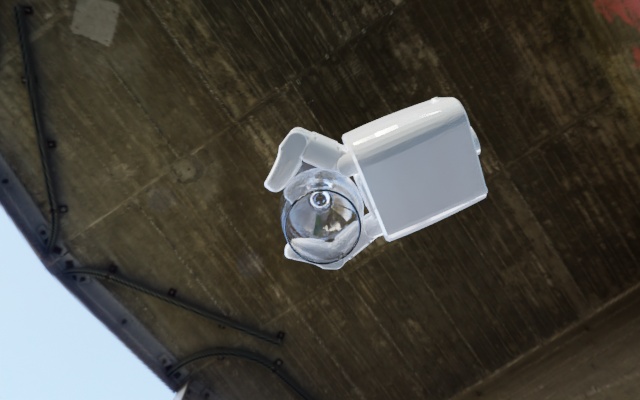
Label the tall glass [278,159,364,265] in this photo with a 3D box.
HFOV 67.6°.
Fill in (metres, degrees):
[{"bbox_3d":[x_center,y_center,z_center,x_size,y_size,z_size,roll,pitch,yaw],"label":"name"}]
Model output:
[{"bbox_3d":[0.000,0.002,0.475,0.079,0.079,0.201,0,12,-1],"label":"tall glass"}]
